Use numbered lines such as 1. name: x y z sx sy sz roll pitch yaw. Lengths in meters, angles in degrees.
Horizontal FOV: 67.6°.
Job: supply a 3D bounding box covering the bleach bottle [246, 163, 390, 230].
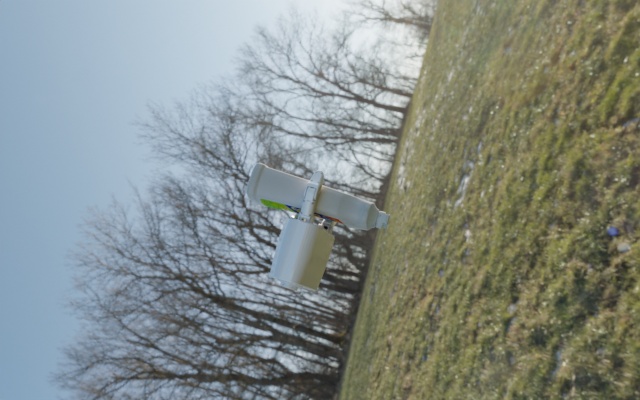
1. bleach bottle: 0.000 0.003 0.861 0.251 0.068 0.102 16 -11 9
